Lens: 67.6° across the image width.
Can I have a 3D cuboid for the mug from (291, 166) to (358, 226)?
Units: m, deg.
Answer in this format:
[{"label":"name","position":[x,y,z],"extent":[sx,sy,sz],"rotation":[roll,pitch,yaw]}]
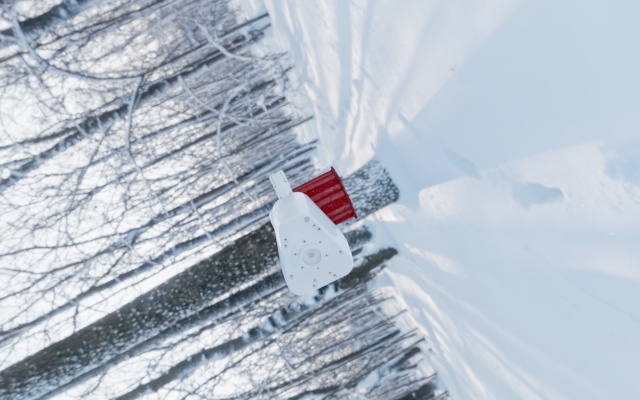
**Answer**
[{"label":"mug","position":[0.000,0.002,0.760],"extent":[0.081,0.093,0.117],"rotation":[-26,14,-1]}]
